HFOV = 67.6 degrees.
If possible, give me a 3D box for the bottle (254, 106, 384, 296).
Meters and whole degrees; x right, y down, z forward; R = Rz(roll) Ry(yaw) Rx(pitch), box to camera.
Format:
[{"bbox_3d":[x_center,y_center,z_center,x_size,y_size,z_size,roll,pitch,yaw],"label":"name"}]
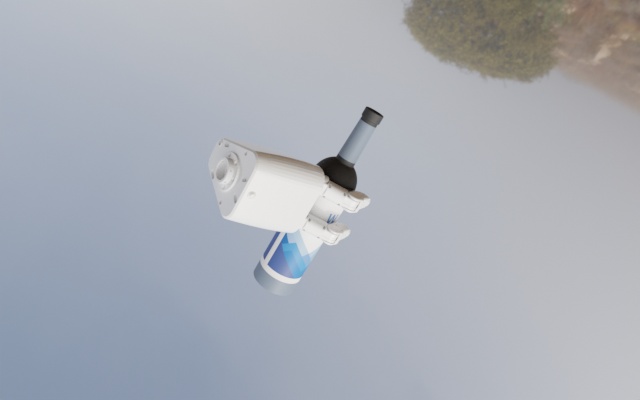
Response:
[{"bbox_3d":[0.000,0.002,0.675,0.069,0.296,0.069,28,19,-10],"label":"bottle"}]
